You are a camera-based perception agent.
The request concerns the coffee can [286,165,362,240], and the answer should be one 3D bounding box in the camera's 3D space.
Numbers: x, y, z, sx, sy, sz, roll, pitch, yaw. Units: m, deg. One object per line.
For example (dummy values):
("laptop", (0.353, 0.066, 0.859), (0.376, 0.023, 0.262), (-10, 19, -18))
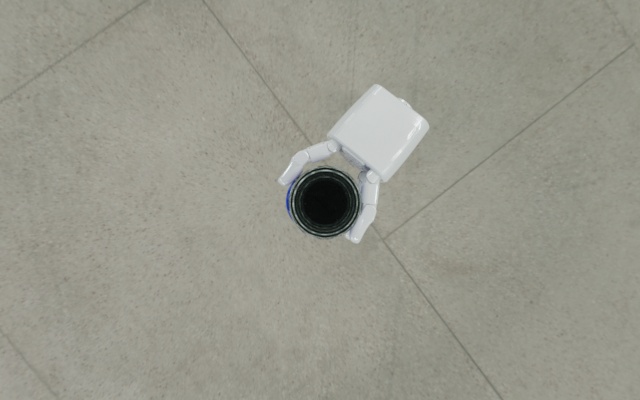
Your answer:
("coffee can", (0.000, 0.002, 0.724), (0.103, 0.103, 0.140), (0, 1, -6))
